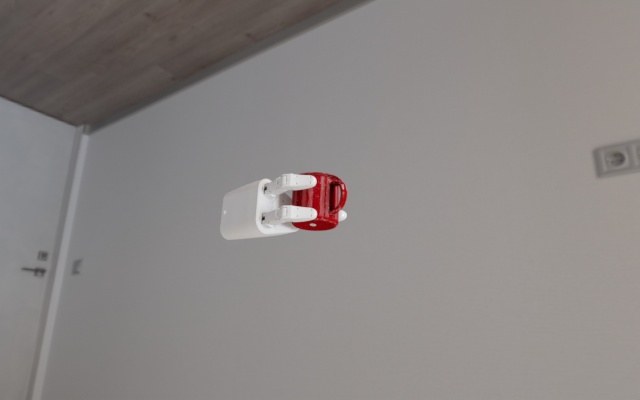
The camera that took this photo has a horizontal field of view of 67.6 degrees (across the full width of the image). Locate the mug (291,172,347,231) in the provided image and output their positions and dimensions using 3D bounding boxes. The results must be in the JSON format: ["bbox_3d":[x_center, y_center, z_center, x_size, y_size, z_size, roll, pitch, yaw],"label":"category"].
[{"bbox_3d":[0.001,0.003,0.820,0.117,0.081,0.093,-15,-24,40],"label":"mug"}]
